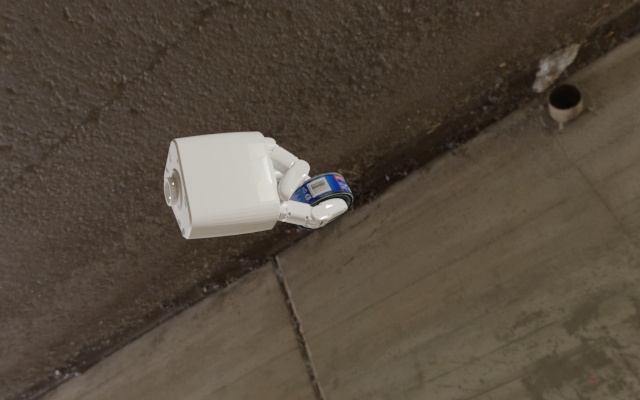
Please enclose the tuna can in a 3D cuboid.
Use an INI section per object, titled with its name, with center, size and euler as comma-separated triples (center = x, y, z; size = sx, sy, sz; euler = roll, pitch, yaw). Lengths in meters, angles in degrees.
[tuna can]
center = 0.000, 0.003, 0.639
size = 0.086, 0.033, 0.086
euler = -22, -27, -12
